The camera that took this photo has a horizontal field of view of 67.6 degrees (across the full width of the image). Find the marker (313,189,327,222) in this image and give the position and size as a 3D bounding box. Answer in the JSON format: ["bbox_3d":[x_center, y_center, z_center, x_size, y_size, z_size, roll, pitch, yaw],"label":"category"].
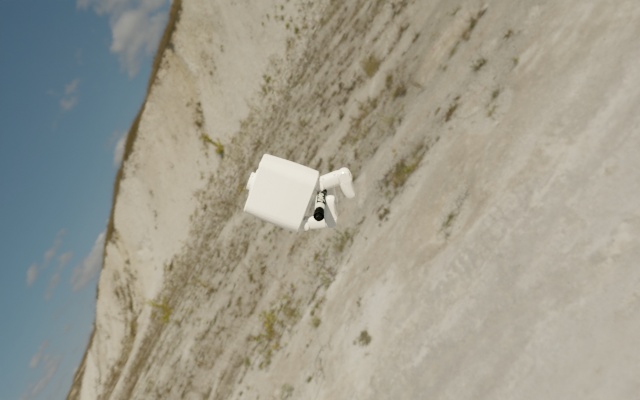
[{"bbox_3d":[0.000,0.003,0.831,0.020,0.020,0.121,0,26,4],"label":"marker"}]
